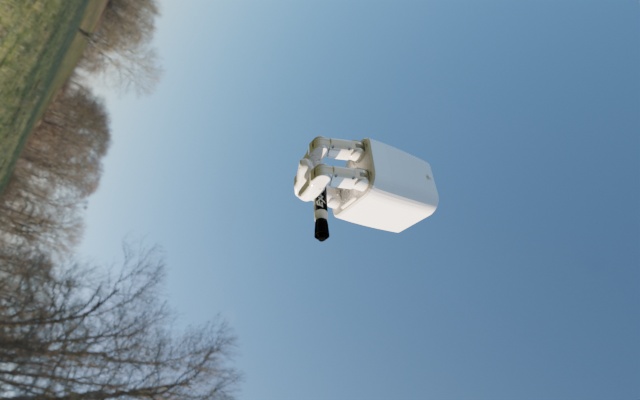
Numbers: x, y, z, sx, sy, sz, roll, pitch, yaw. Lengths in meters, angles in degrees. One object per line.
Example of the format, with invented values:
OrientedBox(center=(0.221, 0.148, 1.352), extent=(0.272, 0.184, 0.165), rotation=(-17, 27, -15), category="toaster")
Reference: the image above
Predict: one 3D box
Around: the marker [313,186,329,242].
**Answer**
OrientedBox(center=(0.000, 0.002, 0.619), extent=(0.020, 0.121, 0.020), rotation=(-1, -41, -1), category="marker")
